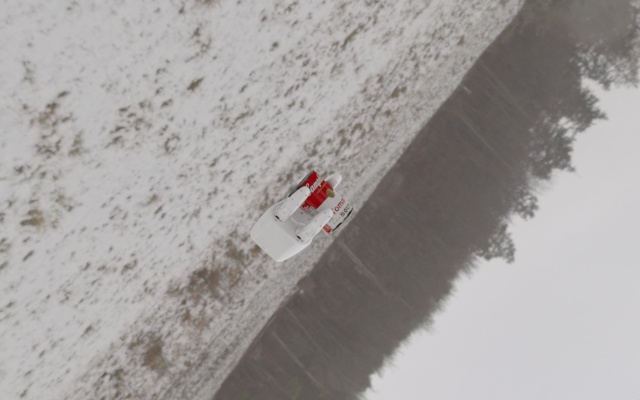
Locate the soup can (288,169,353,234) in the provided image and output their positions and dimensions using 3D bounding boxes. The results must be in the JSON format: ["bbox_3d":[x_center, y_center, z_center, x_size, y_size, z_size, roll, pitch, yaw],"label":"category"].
[{"bbox_3d":[0.001,0.003,0.861,0.102,0.068,0.068,44,-5,-5],"label":"soup can"}]
